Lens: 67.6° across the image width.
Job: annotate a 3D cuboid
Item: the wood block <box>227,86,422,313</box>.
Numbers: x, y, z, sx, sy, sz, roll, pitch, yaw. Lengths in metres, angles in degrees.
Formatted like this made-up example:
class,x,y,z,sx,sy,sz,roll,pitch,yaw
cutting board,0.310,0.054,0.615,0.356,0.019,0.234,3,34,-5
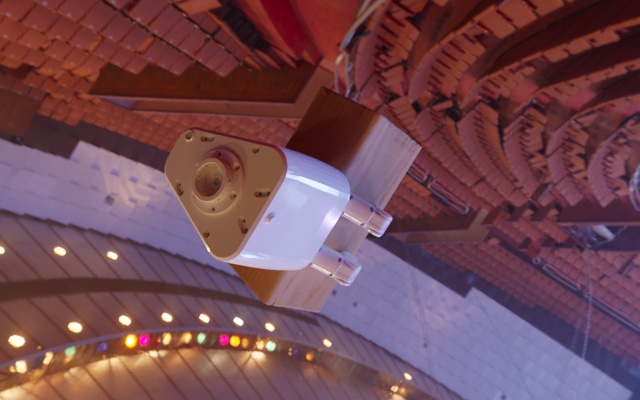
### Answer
class,x,y,z,sx,sy,sz,roll,pitch,yaw
wood block,0.000,0.001,0.497,0.090,0.206,0.090,37,9,40
